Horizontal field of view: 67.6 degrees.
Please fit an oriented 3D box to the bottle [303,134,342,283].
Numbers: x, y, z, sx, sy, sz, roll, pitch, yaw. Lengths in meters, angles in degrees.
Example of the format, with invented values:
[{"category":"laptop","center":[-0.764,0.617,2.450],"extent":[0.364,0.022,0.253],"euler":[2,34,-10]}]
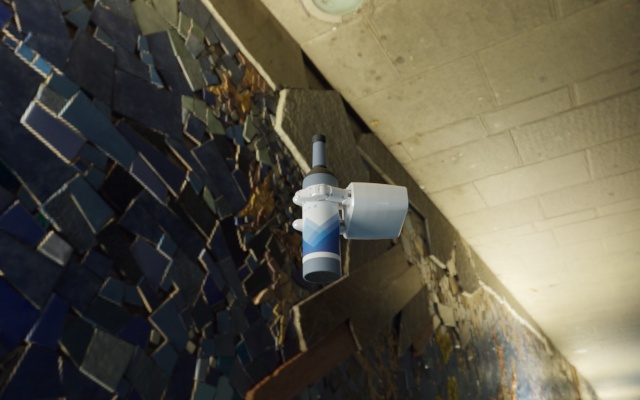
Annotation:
[{"category":"bottle","center":[0.000,0.003,0.892],"extent":[0.069,0.295,0.069],"euler":[-1,-28,-1]}]
